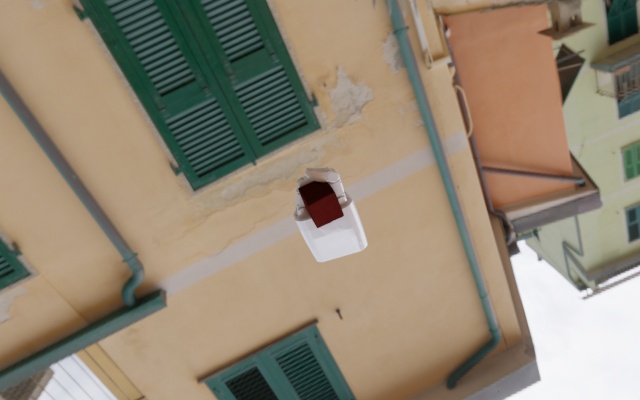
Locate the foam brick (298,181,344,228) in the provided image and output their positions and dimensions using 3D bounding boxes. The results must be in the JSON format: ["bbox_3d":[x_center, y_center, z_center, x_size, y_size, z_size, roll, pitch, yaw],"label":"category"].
[{"bbox_3d":[0.000,0.003,0.831,0.053,0.051,0.078,-24,27,-4],"label":"foam brick"}]
